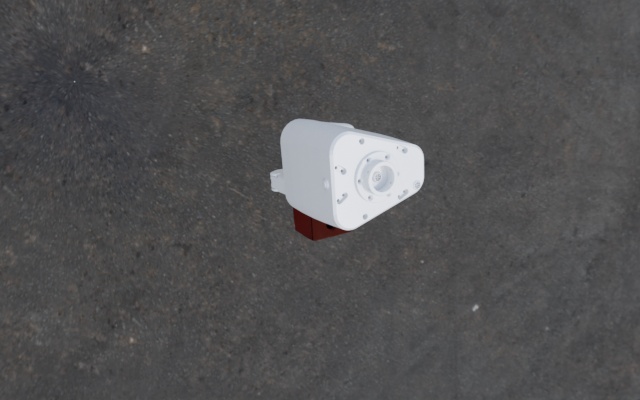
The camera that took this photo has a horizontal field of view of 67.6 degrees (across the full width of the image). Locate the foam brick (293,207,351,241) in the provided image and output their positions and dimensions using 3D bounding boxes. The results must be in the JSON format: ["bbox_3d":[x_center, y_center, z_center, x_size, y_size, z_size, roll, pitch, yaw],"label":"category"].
[{"bbox_3d":[0.000,0.002,0.570,0.053,0.078,0.051,-12,18,-26],"label":"foam brick"}]
